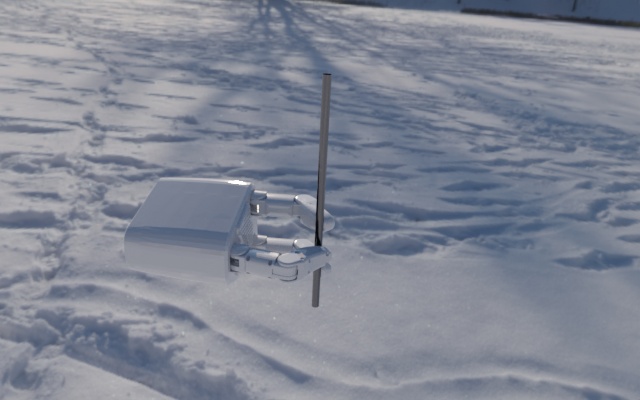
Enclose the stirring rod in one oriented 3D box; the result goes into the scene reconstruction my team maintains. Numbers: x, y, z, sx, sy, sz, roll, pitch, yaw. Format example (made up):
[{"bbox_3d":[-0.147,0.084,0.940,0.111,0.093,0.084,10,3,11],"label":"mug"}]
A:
[{"bbox_3d":[0.000,0.002,0.459,0.011,0.240,0.011,2,24,-1],"label":"stirring rod"}]
